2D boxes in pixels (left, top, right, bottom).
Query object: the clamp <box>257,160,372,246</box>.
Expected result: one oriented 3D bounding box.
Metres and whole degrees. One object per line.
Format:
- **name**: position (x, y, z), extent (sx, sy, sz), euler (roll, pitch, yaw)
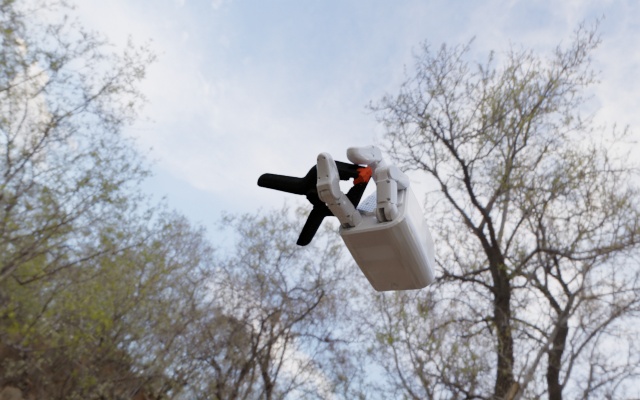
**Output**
- **clamp**: position (0.000, 0.002, 0.646), extent (0.171, 0.120, 0.039), euler (-12, 28, 38)
